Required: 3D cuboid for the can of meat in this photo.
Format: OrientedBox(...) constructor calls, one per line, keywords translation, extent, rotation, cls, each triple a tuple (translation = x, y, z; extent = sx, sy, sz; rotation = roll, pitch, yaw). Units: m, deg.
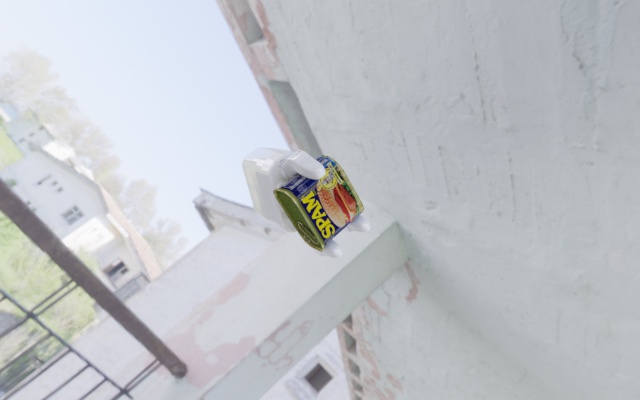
OrientedBox(translation=(0.000, 0.002, 0.641), extent=(0.084, 0.102, 0.057), rotation=(-40, 26, -20), cls="can of meat")
